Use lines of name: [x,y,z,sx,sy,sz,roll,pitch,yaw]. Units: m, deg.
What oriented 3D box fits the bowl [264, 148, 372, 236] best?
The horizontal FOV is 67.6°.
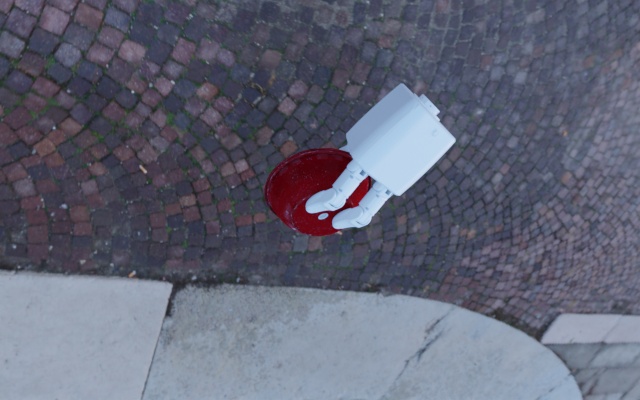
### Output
bowl: [-0.001,0.003,0.697,0.162,0.055,0.162,-6,-44,-5]
